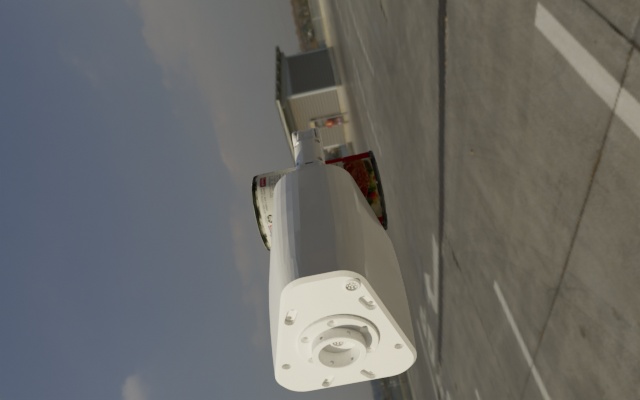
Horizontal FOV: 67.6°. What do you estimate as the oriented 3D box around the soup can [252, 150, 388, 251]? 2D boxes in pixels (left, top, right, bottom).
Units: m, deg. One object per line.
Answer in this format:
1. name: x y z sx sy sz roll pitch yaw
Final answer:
1. soup can: 0.000 0.001 0.403 0.102 0.068 0.068 -12 -1 3
